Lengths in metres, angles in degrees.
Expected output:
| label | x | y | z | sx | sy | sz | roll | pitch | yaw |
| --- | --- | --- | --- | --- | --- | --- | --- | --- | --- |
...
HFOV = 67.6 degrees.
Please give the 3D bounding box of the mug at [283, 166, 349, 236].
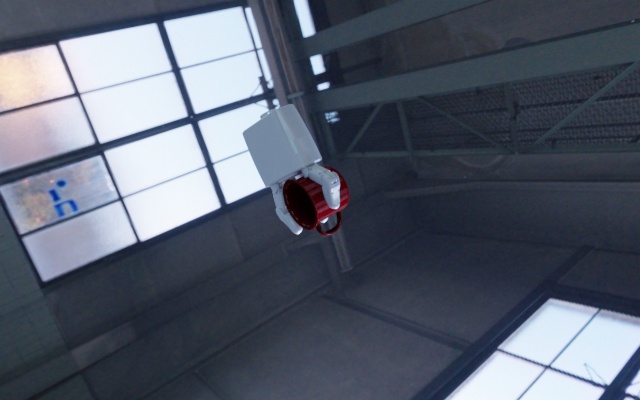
| label | x | y | z | sx | sy | sz | roll | pitch | yaw |
| --- | --- | --- | --- | --- | --- | --- | --- | --- | --- |
| mug | 0.001 | 0.004 | 0.818 | 0.081 | 0.117 | 0.093 | -28 | 4 | -31 |
